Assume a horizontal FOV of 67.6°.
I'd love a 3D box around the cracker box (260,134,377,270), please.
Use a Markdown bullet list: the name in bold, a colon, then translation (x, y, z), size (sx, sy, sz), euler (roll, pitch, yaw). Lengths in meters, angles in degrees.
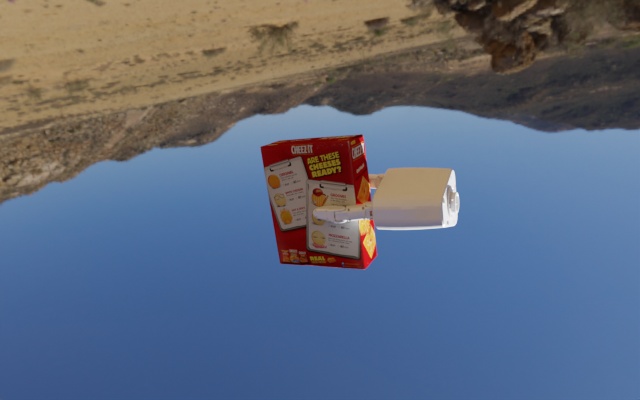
- **cracker box**: translation (0.000, 0.003, 0.805), size (0.164, 0.214, 0.072), euler (0, 17, 27)
